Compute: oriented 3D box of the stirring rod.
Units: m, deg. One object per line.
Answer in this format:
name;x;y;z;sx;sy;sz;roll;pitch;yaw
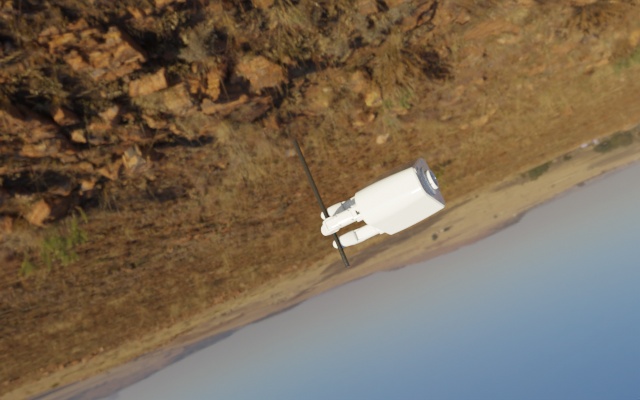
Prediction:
stirring rod;0.000;0.003;0.826;0.011;0.239;0.011;-22;-11;-4
